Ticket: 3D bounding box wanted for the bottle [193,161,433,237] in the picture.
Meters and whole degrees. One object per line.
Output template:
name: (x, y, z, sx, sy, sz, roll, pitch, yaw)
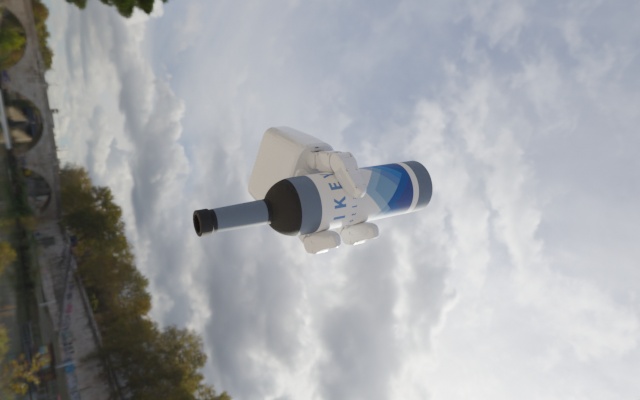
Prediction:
bottle: (0.000, 0.002, 0.555, 0.295, 0.069, 0.069, -10, 5, -31)
